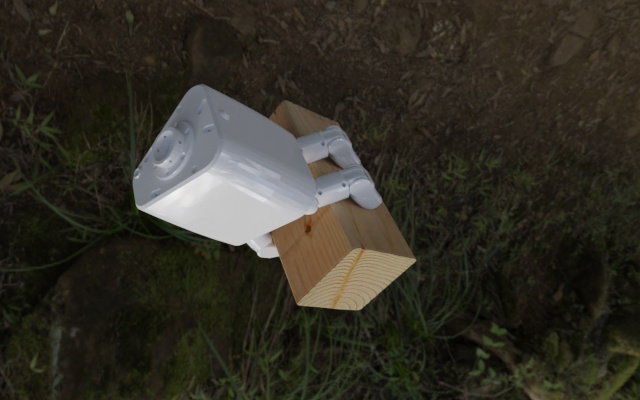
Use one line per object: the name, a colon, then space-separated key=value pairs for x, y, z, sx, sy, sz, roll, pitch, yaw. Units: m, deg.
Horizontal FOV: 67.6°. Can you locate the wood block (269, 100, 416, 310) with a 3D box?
wood block: x=0.000 y=0.002 z=0.506 sx=0.090 sy=0.206 sz=0.091 roll=15 pitch=-52 yaw=-41
